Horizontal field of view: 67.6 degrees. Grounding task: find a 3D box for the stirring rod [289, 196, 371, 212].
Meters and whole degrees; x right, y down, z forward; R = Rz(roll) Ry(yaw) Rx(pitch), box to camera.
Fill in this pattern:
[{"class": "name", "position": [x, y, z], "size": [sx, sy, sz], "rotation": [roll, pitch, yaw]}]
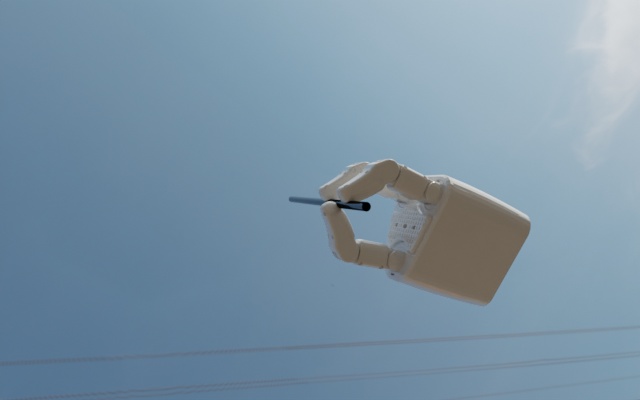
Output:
[{"class": "stirring rod", "position": [0.000, 0.002, 0.501], "size": [0.011, 0.011, 0.239], "rotation": [0, 2, -18]}]
